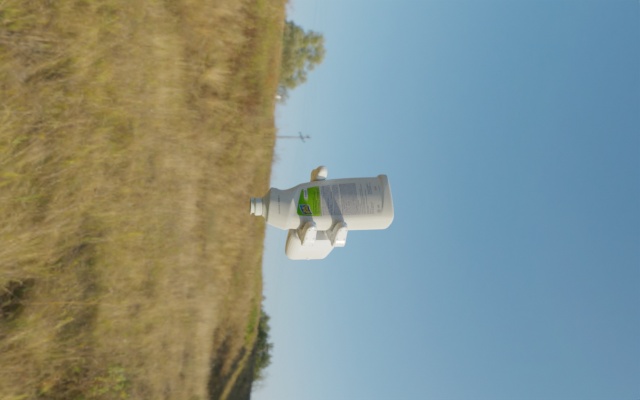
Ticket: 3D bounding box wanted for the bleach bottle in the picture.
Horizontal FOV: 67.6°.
[{"bbox_3d":[0.000,0.003,0.856,0.251,0.102,0.068,0,-26,-13],"label":"bleach bottle"}]
